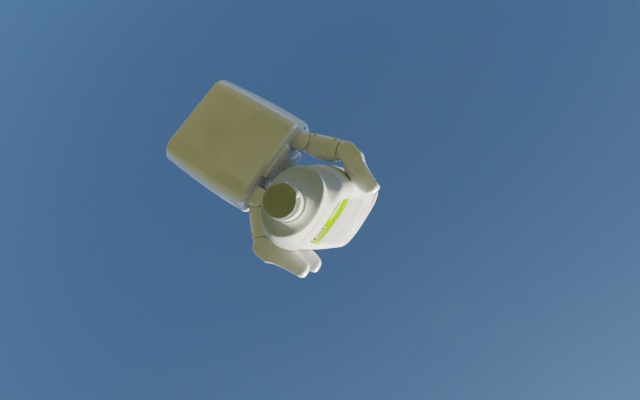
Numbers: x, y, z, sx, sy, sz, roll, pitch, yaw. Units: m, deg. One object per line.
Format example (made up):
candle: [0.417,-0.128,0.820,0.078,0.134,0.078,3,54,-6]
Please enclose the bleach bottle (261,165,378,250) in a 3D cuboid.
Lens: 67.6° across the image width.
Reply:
bleach bottle: [0.000,0.002,0.493,0.068,0.102,0.251,31,3,13]
